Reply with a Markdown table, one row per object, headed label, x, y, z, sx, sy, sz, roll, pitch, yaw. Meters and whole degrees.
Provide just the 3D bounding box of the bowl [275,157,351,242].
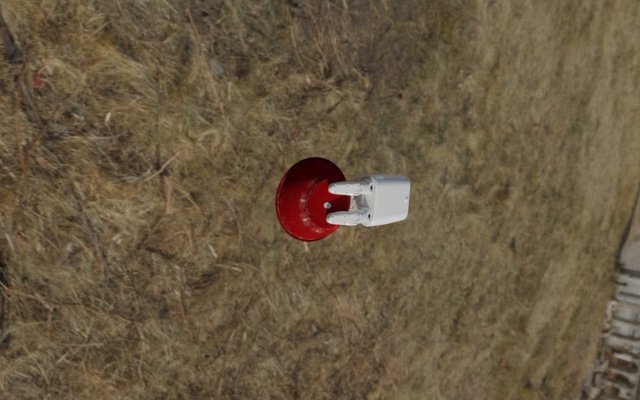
| label | x | y | z | sx | sy | sz | roll | pitch | yaw |
| --- | --- | --- | --- | --- | --- | --- | --- | --- | --- |
| bowl | -0.001 | 0.003 | 0.873 | 0.162 | 0.162 | 0.055 | 0 | 9 | -32 |
